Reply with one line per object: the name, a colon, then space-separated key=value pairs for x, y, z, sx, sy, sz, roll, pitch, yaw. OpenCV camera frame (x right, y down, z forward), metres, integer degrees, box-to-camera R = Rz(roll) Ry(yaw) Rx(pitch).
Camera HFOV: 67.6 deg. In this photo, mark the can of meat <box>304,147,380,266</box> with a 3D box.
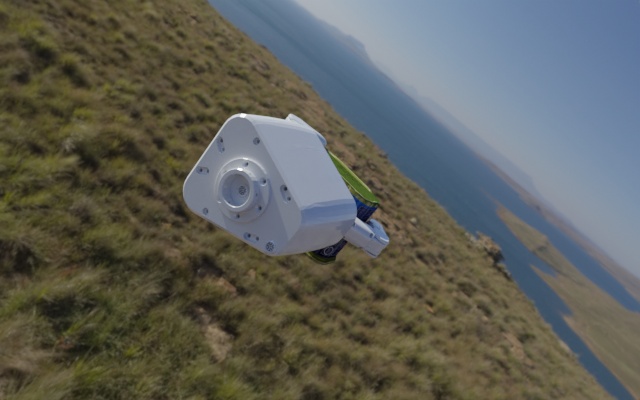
can of meat: x=0.000 y=0.001 z=0.500 sx=0.102 sy=0.084 sz=0.057 roll=45 pitch=18 yaw=19
